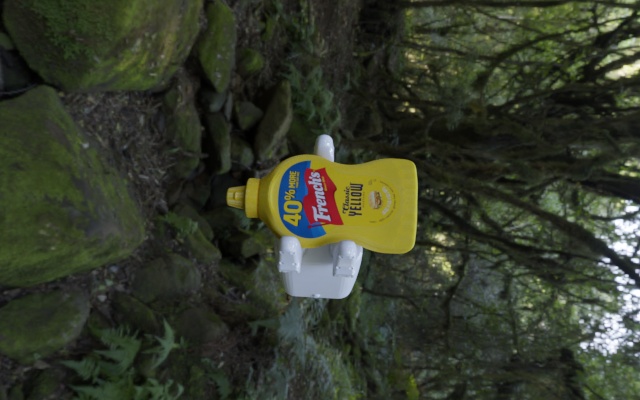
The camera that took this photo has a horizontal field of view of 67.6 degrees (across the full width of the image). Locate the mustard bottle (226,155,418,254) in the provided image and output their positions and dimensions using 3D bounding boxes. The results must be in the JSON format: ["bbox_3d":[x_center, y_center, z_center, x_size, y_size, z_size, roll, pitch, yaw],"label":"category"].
[{"bbox_3d":[0.000,0.001,0.492,0.191,0.096,0.058,3,-10,0],"label":"mustard bottle"}]
